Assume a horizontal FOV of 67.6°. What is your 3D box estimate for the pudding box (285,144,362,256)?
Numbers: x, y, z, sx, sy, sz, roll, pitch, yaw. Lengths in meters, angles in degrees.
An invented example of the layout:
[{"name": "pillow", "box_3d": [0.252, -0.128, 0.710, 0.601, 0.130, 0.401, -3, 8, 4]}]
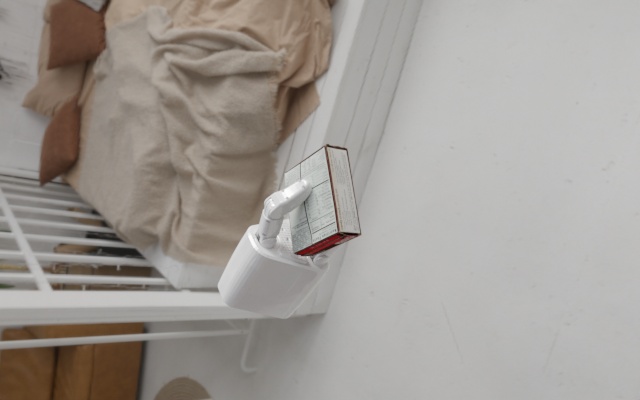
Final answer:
[{"name": "pudding box", "box_3d": [0.000, 0.002, 0.574, 0.039, 0.113, 0.090, 6, -24, -39]}]
